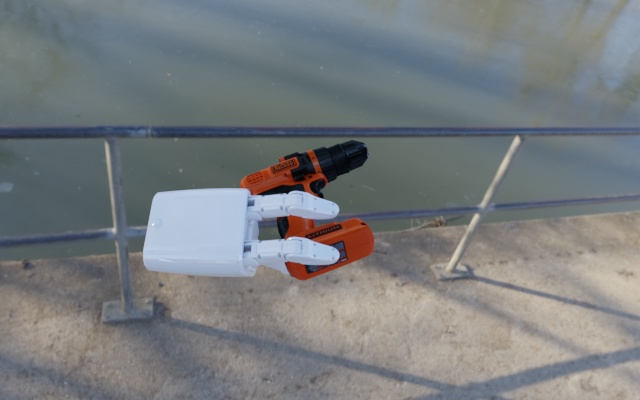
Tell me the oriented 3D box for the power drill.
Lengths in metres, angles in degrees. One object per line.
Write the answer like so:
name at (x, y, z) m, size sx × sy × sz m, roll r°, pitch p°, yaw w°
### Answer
power drill at (0.000, 0.002, 0.610) m, size 0.184 × 0.057 × 0.187 m, roll -22°, pitch 41°, yaw -4°
